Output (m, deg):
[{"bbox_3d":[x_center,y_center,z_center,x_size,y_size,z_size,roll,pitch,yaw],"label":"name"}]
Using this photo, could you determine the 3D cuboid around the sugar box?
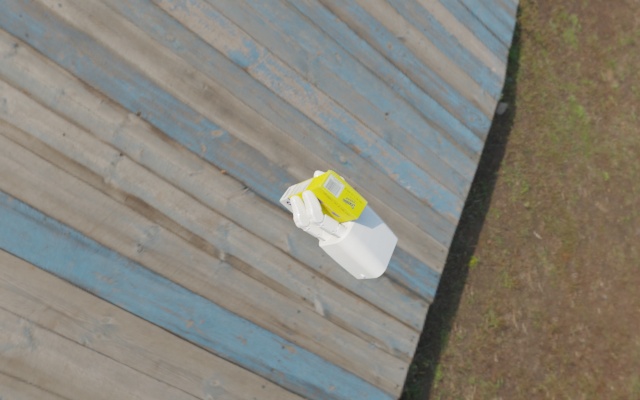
[{"bbox_3d":[0.000,0.003,0.890,0.093,0.048,0.176,41,-27,-15],"label":"sugar box"}]
